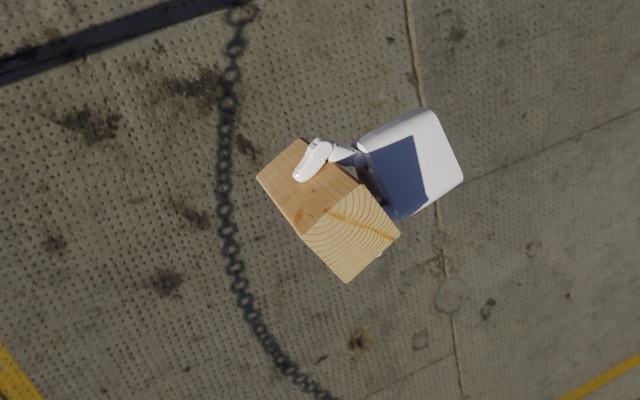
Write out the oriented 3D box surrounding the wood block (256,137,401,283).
[{"bbox_3d":[0.000,0.002,0.613,0.091,0.090,0.206,49,-2,-30],"label":"wood block"}]
